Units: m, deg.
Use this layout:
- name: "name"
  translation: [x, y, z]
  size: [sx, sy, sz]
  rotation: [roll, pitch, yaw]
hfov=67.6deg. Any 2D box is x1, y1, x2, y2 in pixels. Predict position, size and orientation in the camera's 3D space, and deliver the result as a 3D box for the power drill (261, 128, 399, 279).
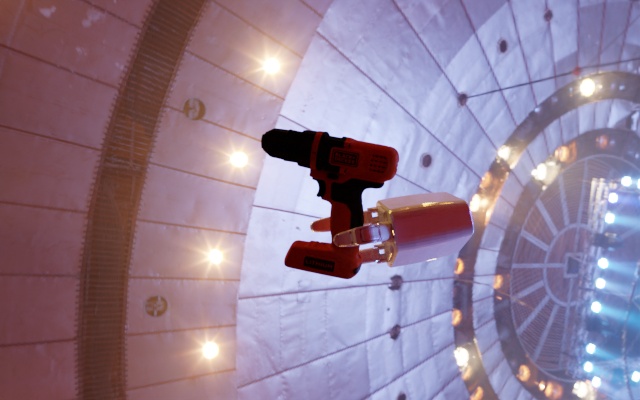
- name: "power drill"
  translation: [0.000, 0.003, 0.642]
  size: [0.184, 0.188, 0.057]
  rotation: [11, 15, 11]
